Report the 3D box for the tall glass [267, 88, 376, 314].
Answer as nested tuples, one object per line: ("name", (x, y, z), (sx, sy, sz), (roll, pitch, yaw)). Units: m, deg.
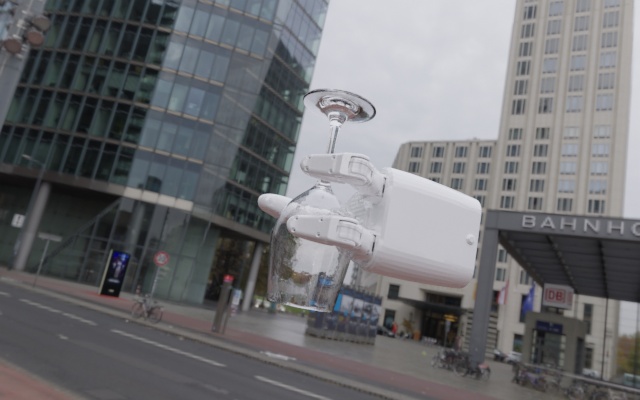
("tall glass", (0.000, 0.001, 0.454), (0.079, 0.201, 0.079), (11, -12, 2))
